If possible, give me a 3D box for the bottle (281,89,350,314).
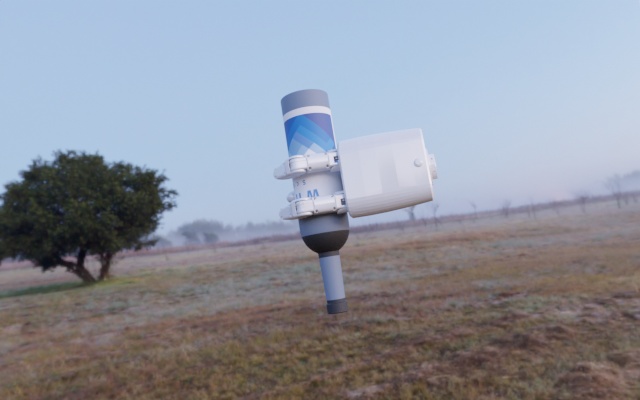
[{"bbox_3d":[0.000,0.002,0.642,0.069,0.295,0.069,-9,-8,-1],"label":"bottle"}]
